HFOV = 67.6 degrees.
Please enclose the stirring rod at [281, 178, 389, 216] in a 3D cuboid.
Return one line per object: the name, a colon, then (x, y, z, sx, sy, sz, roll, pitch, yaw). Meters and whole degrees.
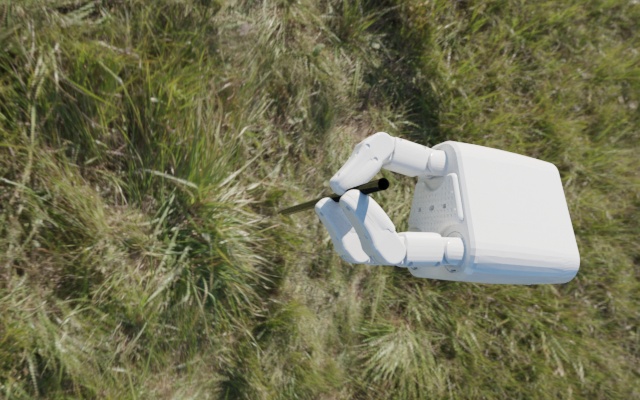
stirring rod: (0.000, 0.001, 0.415, 0.011, 0.011, 0.239, 0, -6, -19)
